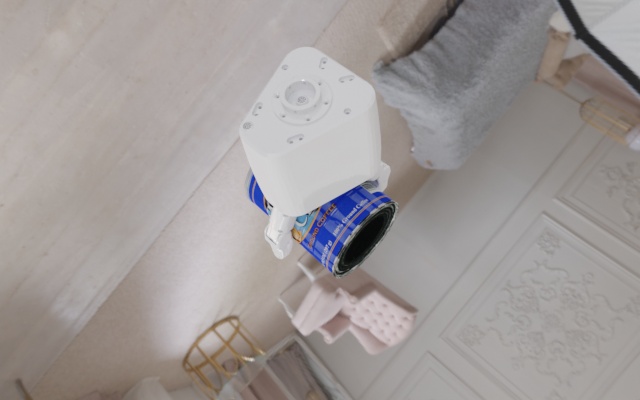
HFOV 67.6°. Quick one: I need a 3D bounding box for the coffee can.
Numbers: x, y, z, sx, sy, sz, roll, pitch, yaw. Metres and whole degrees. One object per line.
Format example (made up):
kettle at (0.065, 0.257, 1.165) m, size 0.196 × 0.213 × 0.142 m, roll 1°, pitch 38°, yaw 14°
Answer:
coffee can at (0.000, 0.002, 0.531) m, size 0.140 × 0.103 × 0.103 m, roll 40°, pitch 17°, yaw 22°
